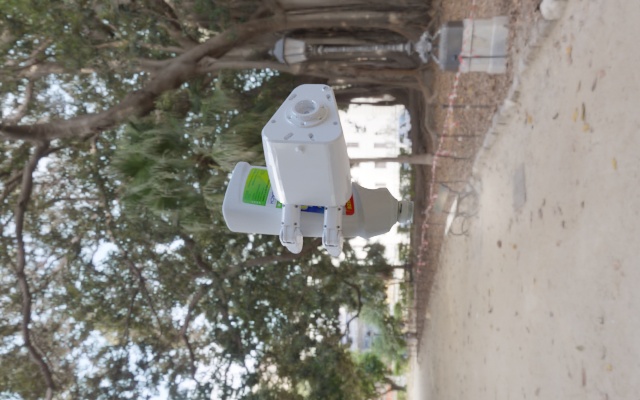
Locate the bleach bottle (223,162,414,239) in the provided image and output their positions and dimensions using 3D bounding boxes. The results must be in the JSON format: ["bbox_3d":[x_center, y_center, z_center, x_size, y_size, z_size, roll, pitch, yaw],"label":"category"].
[{"bbox_3d":[0.000,0.002,0.657,0.251,0.102,0.068,3,-39,10],"label":"bleach bottle"}]
